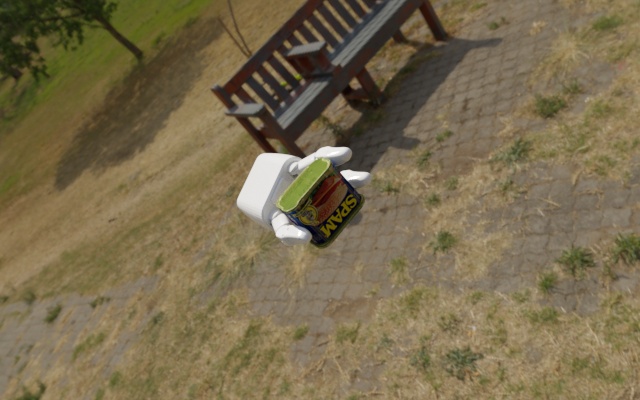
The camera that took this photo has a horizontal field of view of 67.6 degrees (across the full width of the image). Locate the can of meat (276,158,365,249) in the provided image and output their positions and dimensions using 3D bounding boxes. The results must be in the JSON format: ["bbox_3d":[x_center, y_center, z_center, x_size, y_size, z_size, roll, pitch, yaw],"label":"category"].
[{"bbox_3d":[0.000,0.002,0.676,0.084,0.102,0.057,47,-13,-30],"label":"can of meat"}]
